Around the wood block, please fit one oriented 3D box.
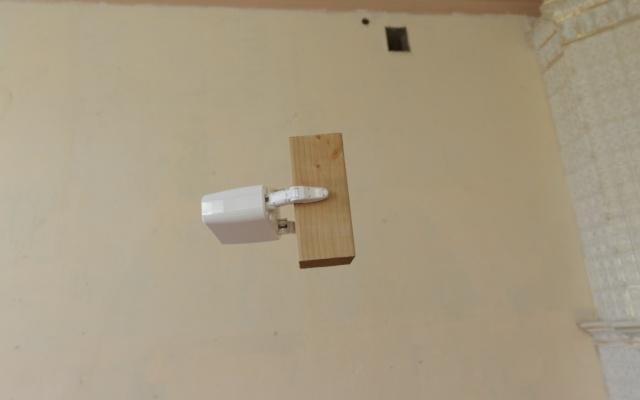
[{"bbox_3d":[0.000,0.002,0.796,0.090,0.206,0.091,-5,-15,-3],"label":"wood block"}]
